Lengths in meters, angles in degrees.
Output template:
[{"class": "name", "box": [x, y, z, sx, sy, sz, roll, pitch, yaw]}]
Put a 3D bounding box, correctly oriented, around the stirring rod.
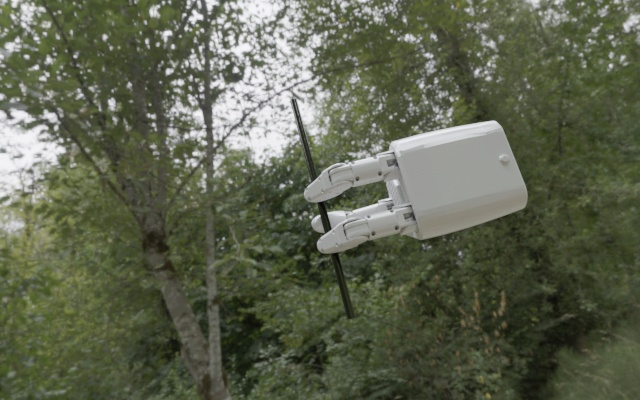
[{"class": "stirring rod", "box": [0.000, 0.002, 0.491, 0.011, 0.239, 0.011, -14, -16, -4]}]
